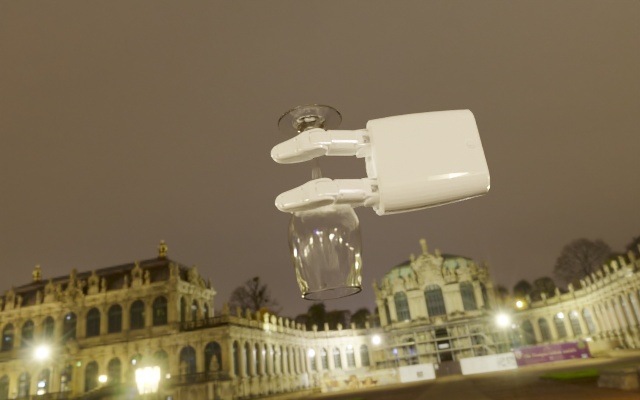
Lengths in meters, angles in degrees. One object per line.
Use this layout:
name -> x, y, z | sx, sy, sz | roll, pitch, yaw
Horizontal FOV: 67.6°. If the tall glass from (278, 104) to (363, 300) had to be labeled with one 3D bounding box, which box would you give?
tall glass -> 0.000, 0.001, 0.515 | 0.079, 0.201, 0.079 | -6, -21, -2
